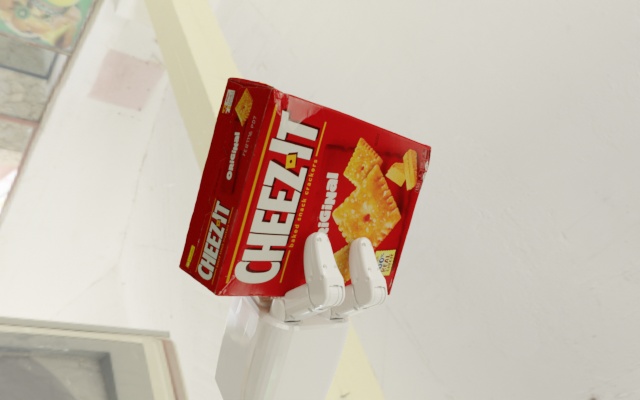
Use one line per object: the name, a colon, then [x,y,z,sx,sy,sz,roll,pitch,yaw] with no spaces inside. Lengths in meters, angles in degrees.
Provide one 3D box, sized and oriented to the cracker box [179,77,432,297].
cracker box: [0.000,0.001,0.437,0.214,0.164,0.072,10,8,-44]
